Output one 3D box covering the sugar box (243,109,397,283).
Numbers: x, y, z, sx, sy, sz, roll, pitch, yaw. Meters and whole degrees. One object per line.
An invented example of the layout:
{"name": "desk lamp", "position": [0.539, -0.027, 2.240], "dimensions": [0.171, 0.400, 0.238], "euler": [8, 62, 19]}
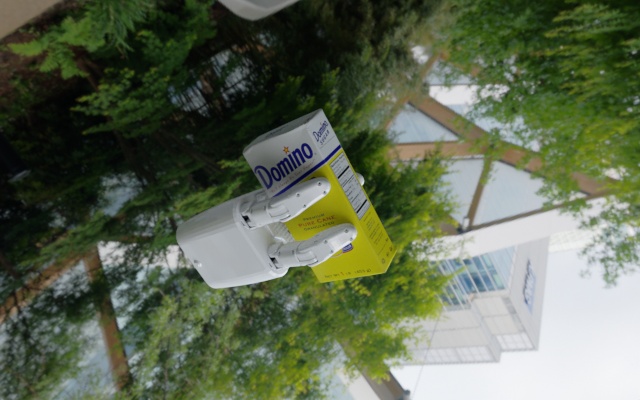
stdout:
{"name": "sugar box", "position": [0.000, 0.002, 0.505], "dimensions": [0.093, 0.176, 0.048], "euler": [-17, 23, 38]}
